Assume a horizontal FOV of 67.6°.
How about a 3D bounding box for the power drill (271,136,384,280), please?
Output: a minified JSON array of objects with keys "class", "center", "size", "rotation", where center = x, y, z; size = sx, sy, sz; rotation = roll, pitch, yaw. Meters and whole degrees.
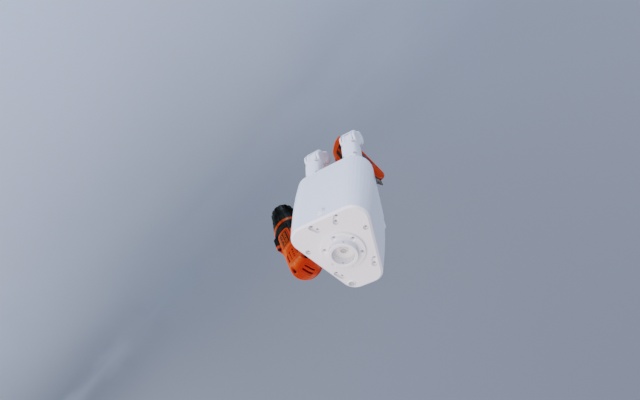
[{"class":"power drill","center":[0.000,0.002,0.696],"size":[0.057,0.188,0.184],"rotation":[29,13,-28]}]
